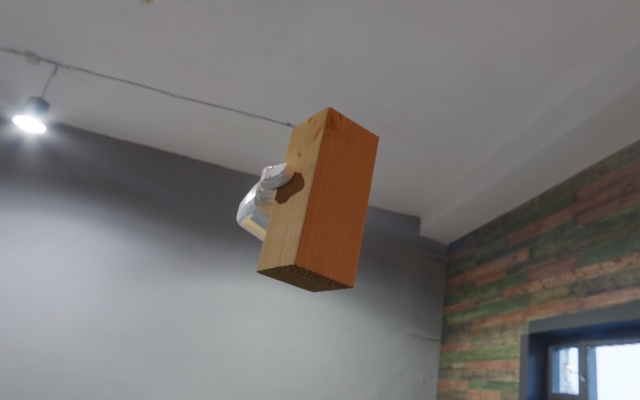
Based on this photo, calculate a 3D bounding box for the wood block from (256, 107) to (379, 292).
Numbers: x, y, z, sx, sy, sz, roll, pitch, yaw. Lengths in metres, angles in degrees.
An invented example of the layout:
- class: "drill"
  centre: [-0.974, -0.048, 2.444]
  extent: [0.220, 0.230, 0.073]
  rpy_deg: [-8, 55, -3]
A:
- class: "wood block"
  centre: [0.000, 0.002, 0.606]
  extent: [0.091, 0.206, 0.090]
  rpy_deg: [25, -26, -30]
